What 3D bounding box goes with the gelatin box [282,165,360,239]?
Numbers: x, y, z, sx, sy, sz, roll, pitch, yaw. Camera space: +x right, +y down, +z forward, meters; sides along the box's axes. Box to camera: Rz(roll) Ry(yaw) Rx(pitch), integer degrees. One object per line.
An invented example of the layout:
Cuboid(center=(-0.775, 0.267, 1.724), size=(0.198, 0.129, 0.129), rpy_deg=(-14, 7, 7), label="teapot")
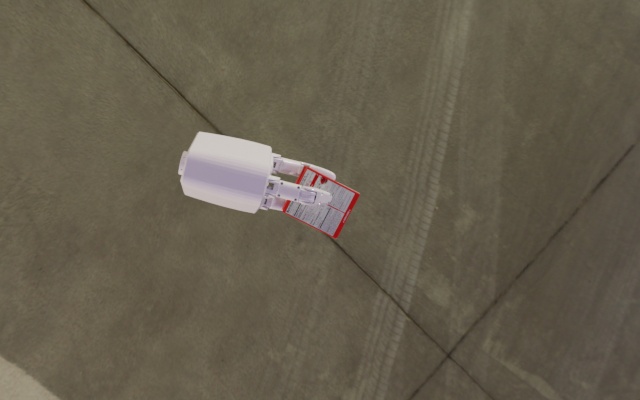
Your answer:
Cuboid(center=(0.000, 0.002, 0.678), size=(0.089, 0.073, 0.030), rpy_deg=(27, 3, -8), label="gelatin box")
